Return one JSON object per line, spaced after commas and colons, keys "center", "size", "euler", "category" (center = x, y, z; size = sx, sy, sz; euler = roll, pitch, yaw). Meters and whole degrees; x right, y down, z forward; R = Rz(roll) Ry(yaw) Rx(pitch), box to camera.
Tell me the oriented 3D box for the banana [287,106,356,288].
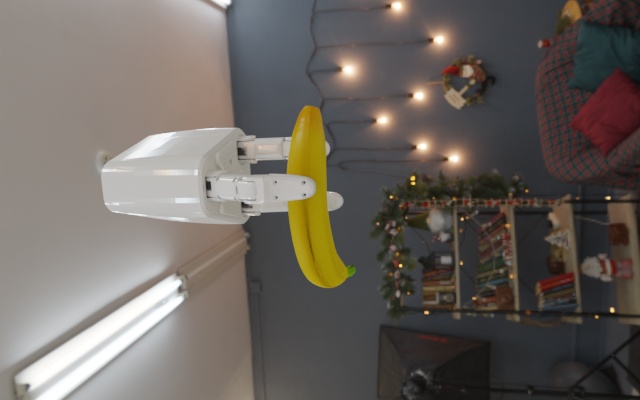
{"center": [-0.004, 0.015, 0.441], "size": [0.037, 0.198, 0.069], "euler": [1, 35, 19], "category": "banana"}
